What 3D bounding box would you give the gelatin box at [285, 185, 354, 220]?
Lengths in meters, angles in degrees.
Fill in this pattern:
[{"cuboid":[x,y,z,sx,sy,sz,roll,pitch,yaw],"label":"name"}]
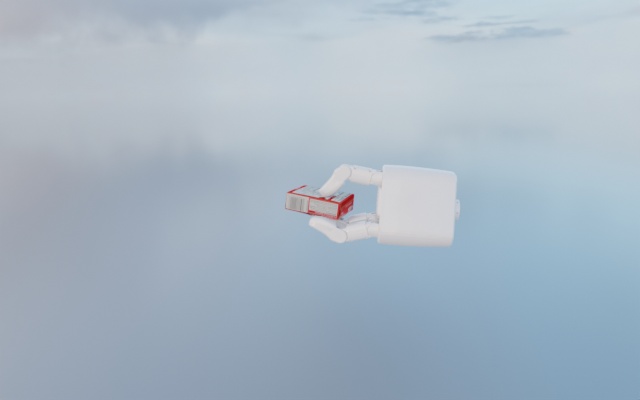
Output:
[{"cuboid":[0.000,0.002,0.738,0.089,0.030,0.073,12,15,17],"label":"gelatin box"}]
